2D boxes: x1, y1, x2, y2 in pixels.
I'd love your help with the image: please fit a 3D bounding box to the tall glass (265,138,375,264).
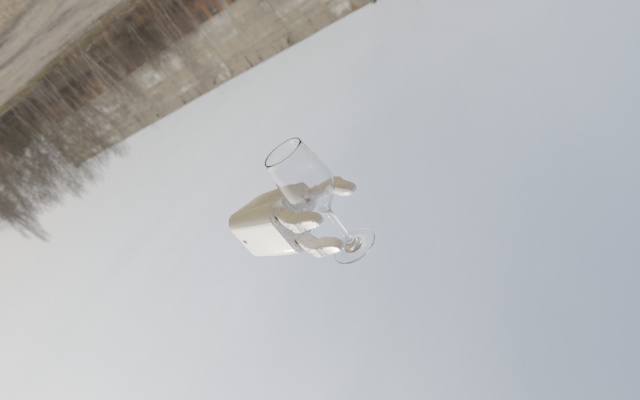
[{"bbox_3d":[0.001,0.003,0.712,0.079,0.201,0.079,-28,29,17],"label":"tall glass"}]
